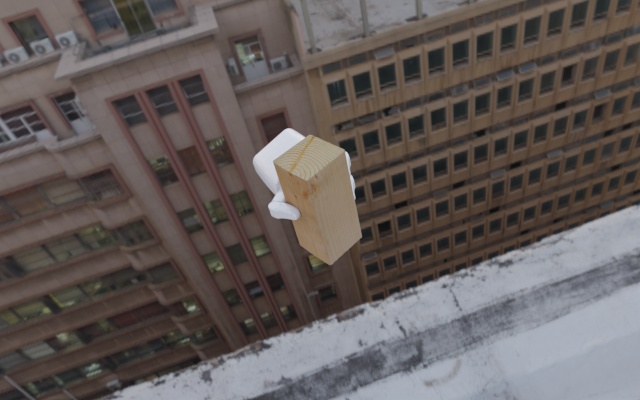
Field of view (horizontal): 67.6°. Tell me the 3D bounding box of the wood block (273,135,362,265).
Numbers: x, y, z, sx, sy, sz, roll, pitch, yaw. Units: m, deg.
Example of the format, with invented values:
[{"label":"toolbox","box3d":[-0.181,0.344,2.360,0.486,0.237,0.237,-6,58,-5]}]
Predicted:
[{"label":"wood block","box3d":[0.000,0.003,0.842,0.091,0.206,0.090,-39,47,-24]}]
